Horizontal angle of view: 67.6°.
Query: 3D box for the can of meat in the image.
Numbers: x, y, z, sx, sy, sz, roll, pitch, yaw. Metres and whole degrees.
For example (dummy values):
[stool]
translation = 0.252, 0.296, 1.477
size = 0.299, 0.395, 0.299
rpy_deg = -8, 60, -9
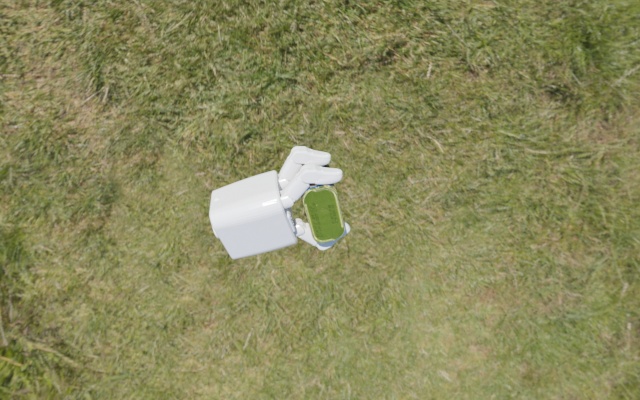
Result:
[can of meat]
translation = 0.000, 0.003, 0.734
size = 0.057, 0.102, 0.084
rpy_deg = -15, 31, 0
